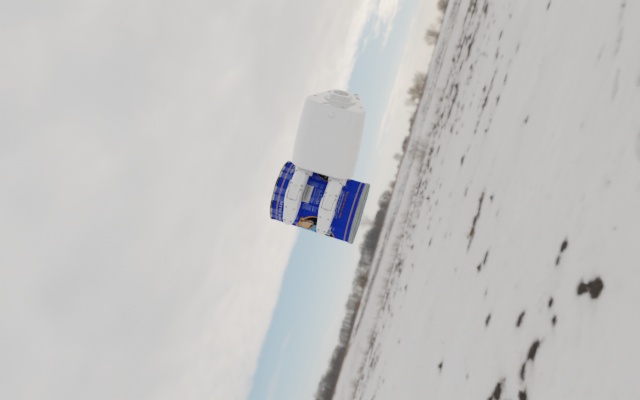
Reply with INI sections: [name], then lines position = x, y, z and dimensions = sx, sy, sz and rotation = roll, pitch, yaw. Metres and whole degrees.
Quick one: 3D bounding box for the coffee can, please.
[coffee can]
position = 0.000, 0.003, 0.784
dimensions = 0.140, 0.103, 0.103
rotation = 17, 2, 8
